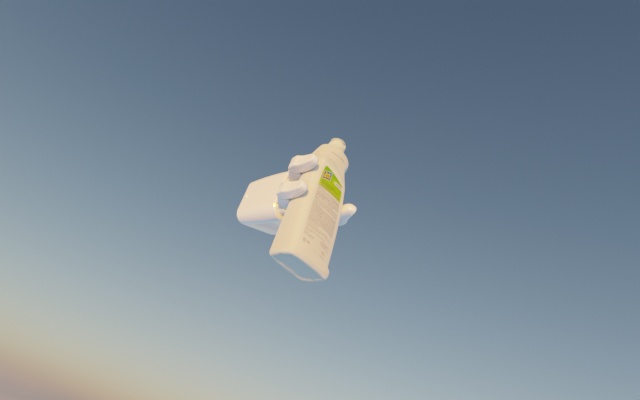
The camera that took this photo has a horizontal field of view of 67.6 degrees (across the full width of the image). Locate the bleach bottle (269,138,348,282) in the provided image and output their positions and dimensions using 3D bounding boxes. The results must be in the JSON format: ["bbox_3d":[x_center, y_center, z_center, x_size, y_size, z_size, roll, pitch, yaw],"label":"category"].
[{"bbox_3d":[0.000,0.003,0.804,0.068,0.250,0.103,-10,-42,40],"label":"bleach bottle"}]
